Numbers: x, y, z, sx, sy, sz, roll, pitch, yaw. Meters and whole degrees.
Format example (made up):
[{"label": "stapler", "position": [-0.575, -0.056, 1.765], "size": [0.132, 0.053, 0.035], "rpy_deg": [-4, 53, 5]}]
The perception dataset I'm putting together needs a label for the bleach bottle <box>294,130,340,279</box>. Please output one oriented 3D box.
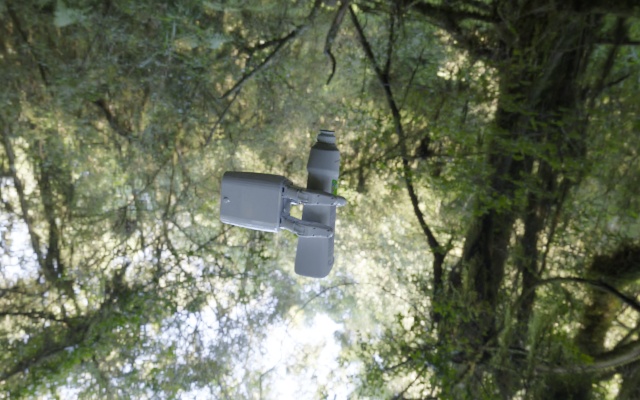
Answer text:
[{"label": "bleach bottle", "position": [0.000, 0.003, 0.836], "size": [0.068, 0.251, 0.102], "rpy_deg": [8, 14, 8]}]
